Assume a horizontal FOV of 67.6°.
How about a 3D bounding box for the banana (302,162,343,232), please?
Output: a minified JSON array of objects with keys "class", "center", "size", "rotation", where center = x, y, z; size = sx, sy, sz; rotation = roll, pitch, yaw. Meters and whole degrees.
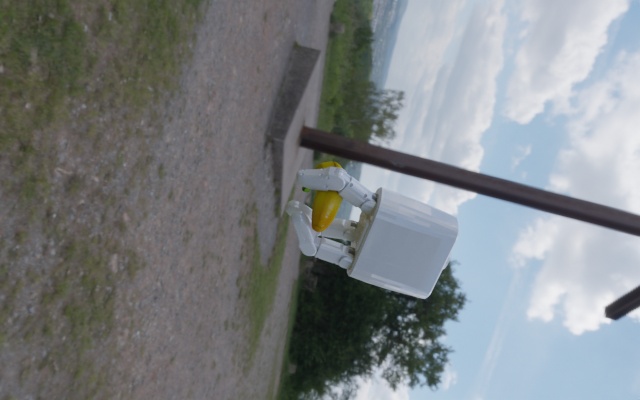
[{"class":"banana","center":[0.008,-0.015,0.632],"size":[0.037,0.069,0.197],"rotation":[25,11,-10]}]
